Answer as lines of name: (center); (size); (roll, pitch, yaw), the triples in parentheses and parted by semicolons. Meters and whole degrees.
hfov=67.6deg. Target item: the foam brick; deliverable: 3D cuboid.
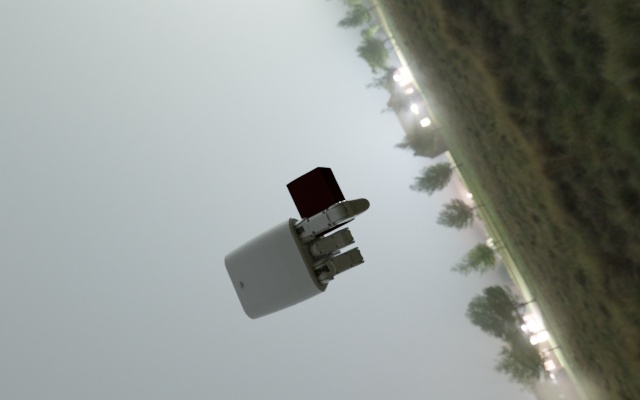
foam brick: (0.000, 0.002, 0.614); (0.051, 0.078, 0.053); (-28, -9, 18)
